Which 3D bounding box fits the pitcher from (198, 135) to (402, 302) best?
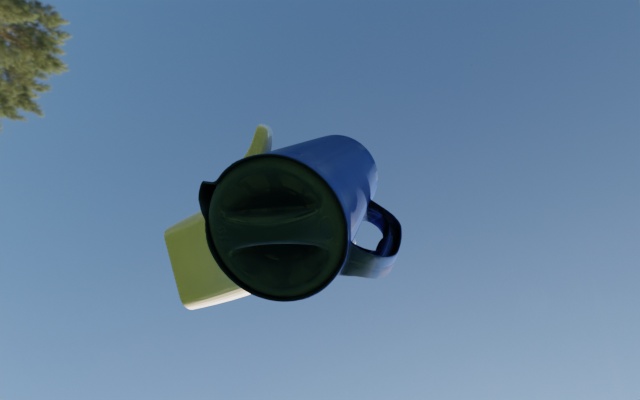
[{"bbox_3d":[0.000,0.002,0.511,0.145,0.149,0.242,-24,7,21],"label":"pitcher"}]
